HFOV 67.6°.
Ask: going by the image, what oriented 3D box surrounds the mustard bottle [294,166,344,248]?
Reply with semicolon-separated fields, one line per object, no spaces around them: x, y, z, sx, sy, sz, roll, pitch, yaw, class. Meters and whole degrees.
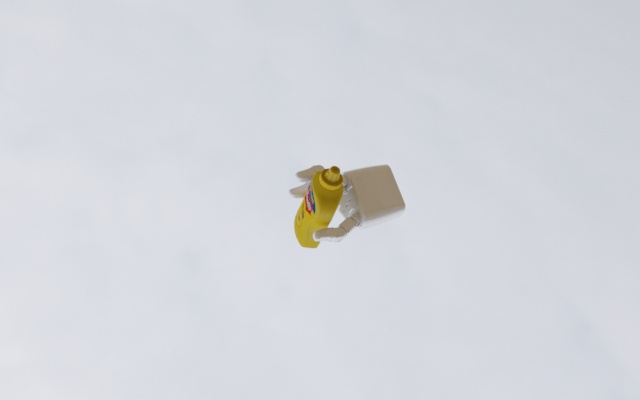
0.000;0.003;0.884;0.058;0.096;0.192;8;-38;-14;mustard bottle
